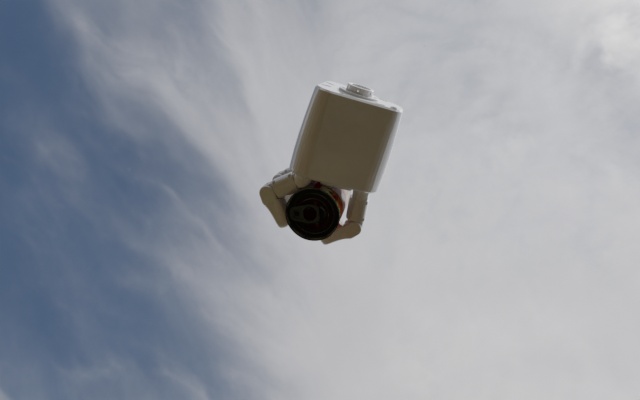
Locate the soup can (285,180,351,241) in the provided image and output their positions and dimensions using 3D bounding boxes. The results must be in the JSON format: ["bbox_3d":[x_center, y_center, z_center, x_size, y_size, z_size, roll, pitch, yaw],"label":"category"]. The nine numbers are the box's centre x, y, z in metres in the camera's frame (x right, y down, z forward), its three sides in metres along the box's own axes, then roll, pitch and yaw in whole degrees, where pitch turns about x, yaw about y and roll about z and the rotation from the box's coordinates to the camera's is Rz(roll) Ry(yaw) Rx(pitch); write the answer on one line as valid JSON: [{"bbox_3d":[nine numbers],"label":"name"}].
[{"bbox_3d":[0.000,0.002,0.621,0.068,0.068,0.102,0,18,12],"label":"soup can"}]
